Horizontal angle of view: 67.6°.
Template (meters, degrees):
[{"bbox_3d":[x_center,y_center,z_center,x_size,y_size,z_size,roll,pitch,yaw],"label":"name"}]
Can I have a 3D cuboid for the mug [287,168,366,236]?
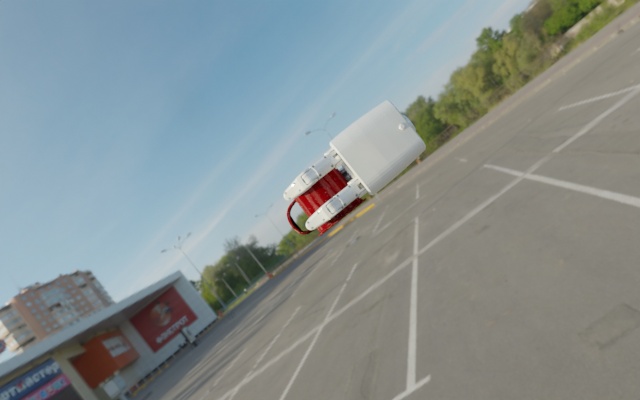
[{"bbox_3d":[-0.001,0.003,0.737,0.117,0.081,0.093,-38,-3,1],"label":"mug"}]
